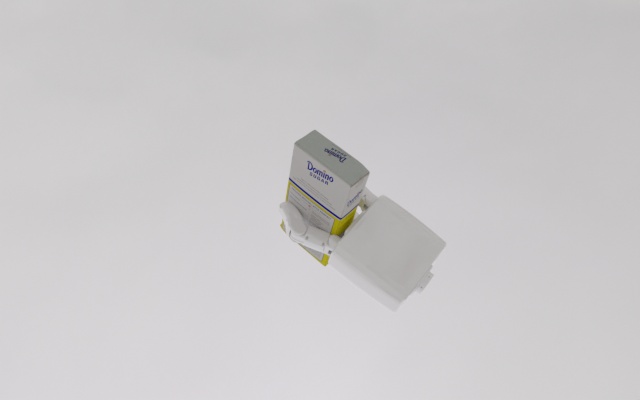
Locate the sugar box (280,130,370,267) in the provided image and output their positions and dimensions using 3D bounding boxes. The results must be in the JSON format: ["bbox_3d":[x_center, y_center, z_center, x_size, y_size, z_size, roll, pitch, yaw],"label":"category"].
[{"bbox_3d":[0.001,0.002,0.627,0.093,0.176,0.048,39,52,18],"label":"sugar box"}]
